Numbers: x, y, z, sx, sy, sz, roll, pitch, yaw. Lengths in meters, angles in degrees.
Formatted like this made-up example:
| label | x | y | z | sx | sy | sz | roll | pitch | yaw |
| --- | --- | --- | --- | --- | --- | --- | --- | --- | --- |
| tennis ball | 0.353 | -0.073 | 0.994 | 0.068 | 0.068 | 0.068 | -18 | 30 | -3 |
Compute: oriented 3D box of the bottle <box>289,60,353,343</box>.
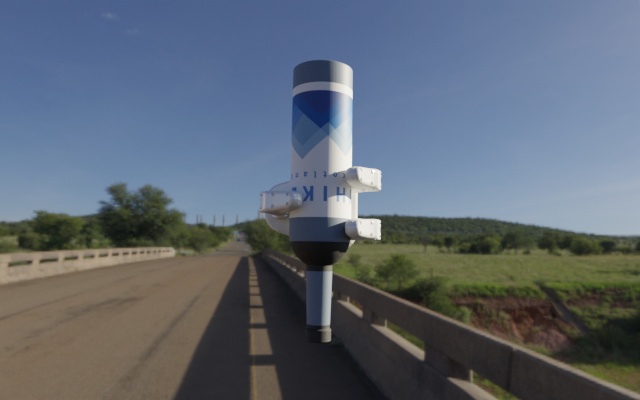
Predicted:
| label | x | y | z | sx | sy | sz | roll | pitch | yaw |
| --- | --- | --- | --- | --- | --- | --- | --- | --- | --- |
| bottle | 0.000 | 0.001 | 0.518 | 0.069 | 0.295 | 0.069 | 1 | -6 | 0 |
